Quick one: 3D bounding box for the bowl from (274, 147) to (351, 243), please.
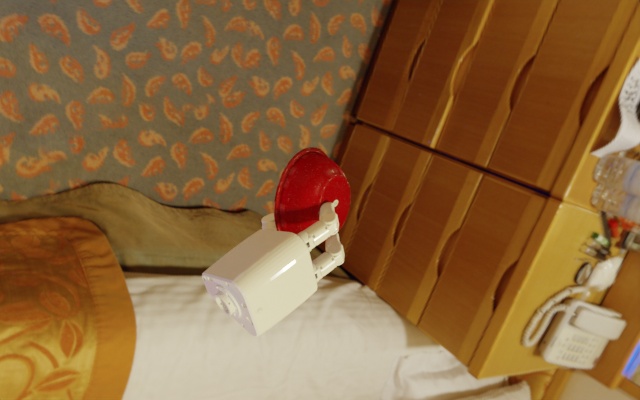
[{"bbox_3d":[0.001,0.001,0.726,0.055,0.162,0.162,11,6,32],"label":"bowl"}]
